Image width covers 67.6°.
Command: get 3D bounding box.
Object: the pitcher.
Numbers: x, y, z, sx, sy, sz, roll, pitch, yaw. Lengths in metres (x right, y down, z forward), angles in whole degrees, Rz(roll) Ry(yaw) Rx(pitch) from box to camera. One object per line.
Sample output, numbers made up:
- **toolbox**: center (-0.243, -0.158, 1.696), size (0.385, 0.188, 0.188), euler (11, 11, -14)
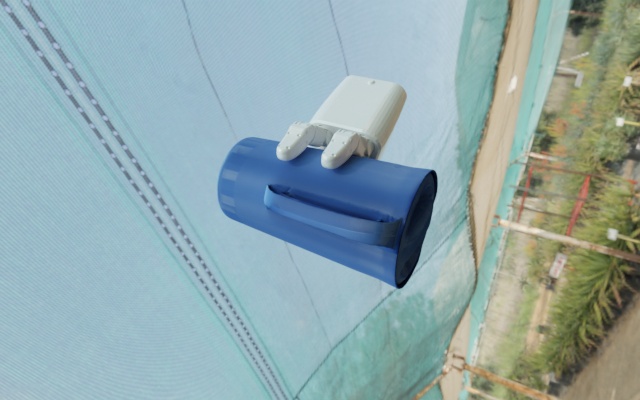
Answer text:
- **pitcher**: center (0.000, 0.002, 0.548), size (0.243, 0.145, 0.149), euler (16, -35, 23)
